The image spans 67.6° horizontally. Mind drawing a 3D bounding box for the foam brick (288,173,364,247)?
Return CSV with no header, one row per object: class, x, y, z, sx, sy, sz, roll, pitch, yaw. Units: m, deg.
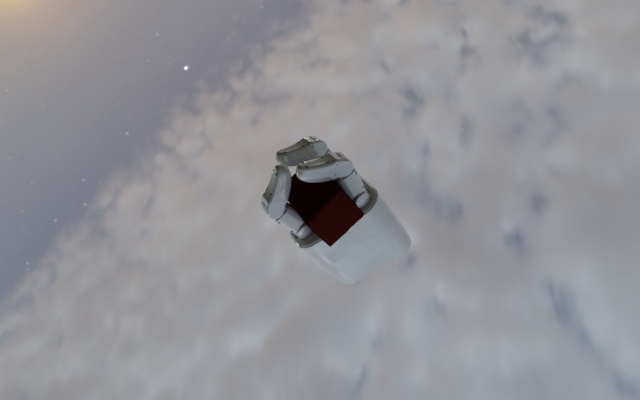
foam brick,0.000,0.002,0.522,0.051,0.053,0.078,47,1,-40
